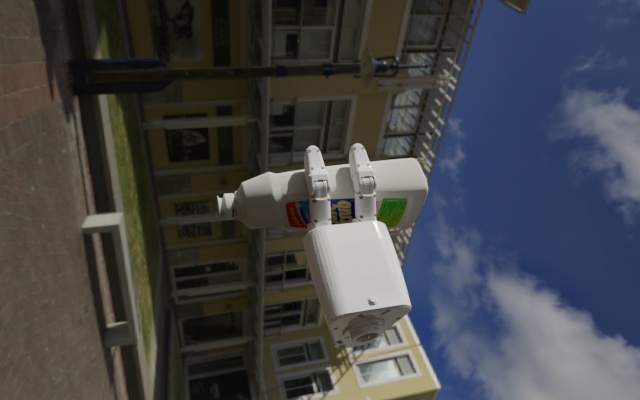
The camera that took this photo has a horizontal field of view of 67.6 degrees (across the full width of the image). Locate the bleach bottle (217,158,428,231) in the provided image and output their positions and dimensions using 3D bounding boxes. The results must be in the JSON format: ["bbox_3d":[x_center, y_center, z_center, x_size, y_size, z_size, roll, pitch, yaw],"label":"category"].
[{"bbox_3d":[0.000,0.002,0.593,0.251,0.068,0.103,-6,-35,-15],"label":"bleach bottle"}]
